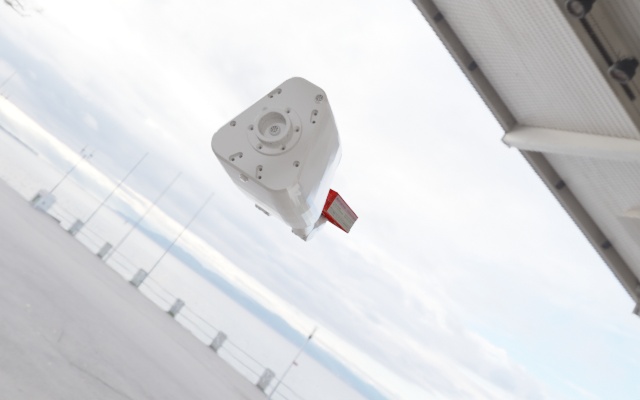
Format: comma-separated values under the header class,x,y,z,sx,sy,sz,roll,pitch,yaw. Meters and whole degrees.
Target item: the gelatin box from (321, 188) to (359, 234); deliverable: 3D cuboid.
class,x,y,z,sx,sy,sz,roll,pitch,yaw
gelatin box,0.000,0.002,0.595,0.073,0.030,0.089,30,-7,29
